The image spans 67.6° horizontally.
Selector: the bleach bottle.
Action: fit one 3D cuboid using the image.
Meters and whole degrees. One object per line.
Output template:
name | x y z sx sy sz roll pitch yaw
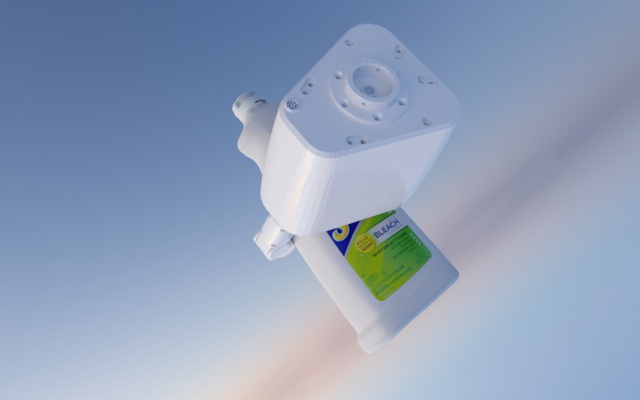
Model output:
bleach bottle | 0.000 0.001 0.422 0.102 0.250 0.068 -34 -16 -26
